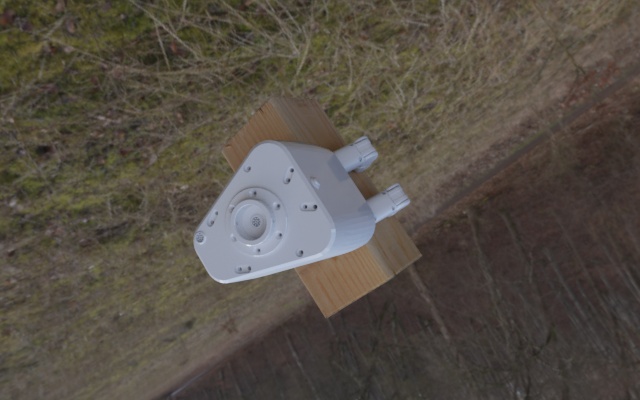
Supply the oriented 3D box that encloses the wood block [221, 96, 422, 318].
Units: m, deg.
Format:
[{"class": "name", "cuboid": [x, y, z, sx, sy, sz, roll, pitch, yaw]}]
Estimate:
[{"class": "wood block", "cuboid": [0.000, 0.002, 0.500, 0.091, 0.206, 0.090, -38, -11, 30]}]
